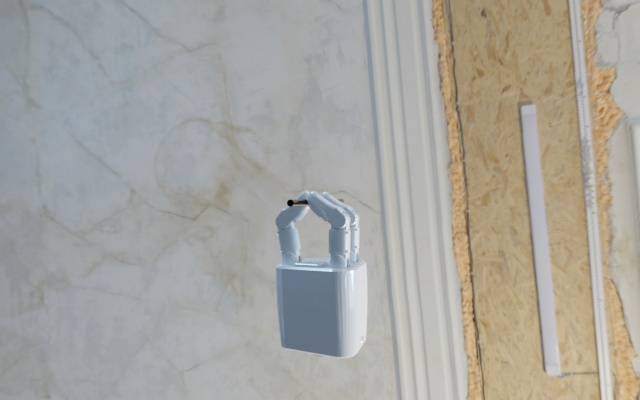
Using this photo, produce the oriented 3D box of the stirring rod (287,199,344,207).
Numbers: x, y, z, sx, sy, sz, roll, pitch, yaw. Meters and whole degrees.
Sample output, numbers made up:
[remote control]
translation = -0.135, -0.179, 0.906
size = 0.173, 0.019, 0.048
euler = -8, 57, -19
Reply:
[stirring rod]
translation = 0.000, 0.002, 0.640
size = 0.011, 0.011, 0.239
euler = 0, 0, 16
